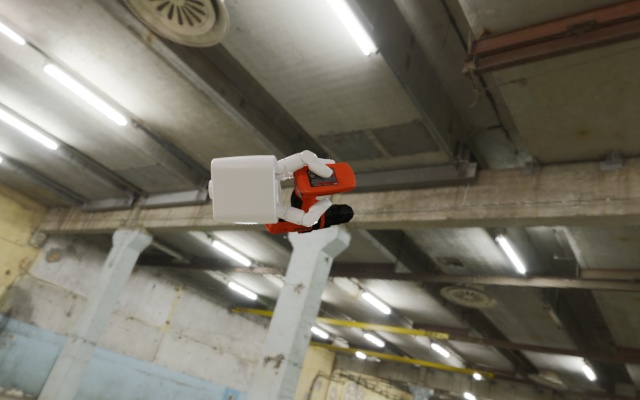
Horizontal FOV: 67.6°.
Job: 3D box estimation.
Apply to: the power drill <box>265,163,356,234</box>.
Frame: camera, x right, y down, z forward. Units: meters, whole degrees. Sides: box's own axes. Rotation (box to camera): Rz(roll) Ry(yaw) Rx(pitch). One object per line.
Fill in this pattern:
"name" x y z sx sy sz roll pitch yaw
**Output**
"power drill" 0.000 0.003 0.891 0.184 0.057 0.188 -8 -27 -22
